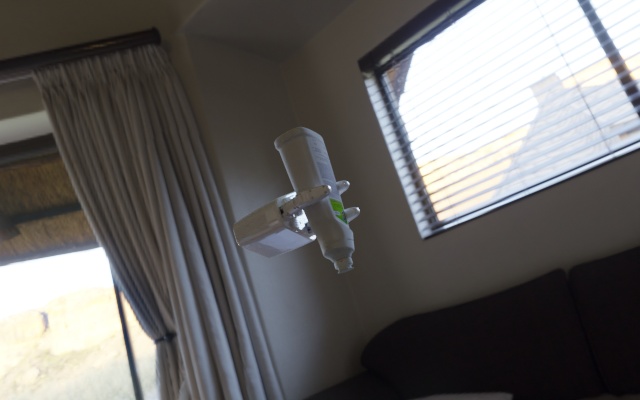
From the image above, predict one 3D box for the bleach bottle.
[{"bbox_3d":[0.000,0.003,0.826,0.068,0.250,0.102,-26,-17,24],"label":"bleach bottle"}]
